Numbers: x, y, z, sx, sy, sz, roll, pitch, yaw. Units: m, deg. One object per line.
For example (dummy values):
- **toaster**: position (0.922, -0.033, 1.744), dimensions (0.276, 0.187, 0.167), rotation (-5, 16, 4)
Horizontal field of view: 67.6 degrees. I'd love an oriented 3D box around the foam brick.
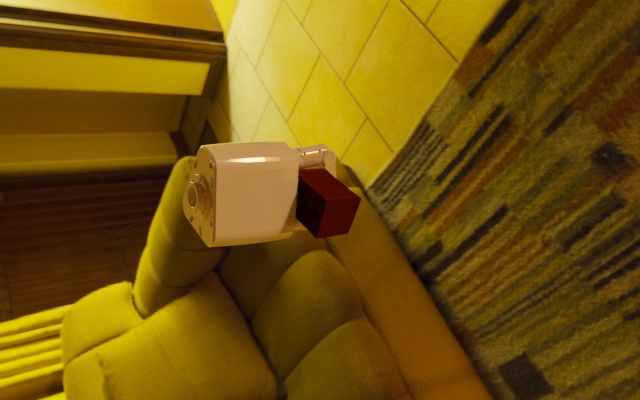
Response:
- **foam brick**: position (0.000, 0.002, 0.576), dimensions (0.051, 0.053, 0.078), rotation (-6, 33, -38)
